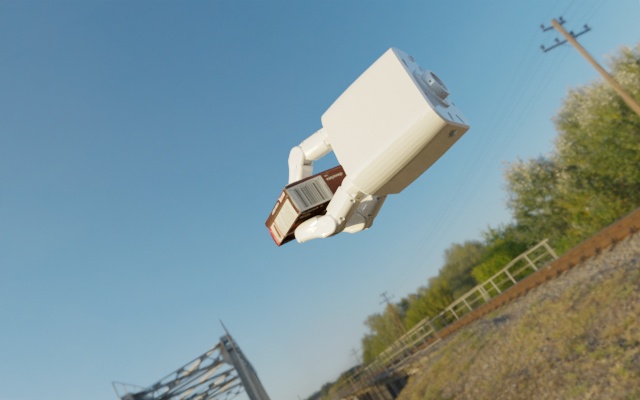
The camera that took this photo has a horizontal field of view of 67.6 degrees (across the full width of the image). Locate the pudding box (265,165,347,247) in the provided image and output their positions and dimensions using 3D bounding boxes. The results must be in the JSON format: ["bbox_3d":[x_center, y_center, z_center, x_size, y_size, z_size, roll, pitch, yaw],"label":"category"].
[{"bbox_3d":[0.000,0.002,0.551,0.113,0.039,0.090,-21,-20,-30],"label":"pudding box"}]
